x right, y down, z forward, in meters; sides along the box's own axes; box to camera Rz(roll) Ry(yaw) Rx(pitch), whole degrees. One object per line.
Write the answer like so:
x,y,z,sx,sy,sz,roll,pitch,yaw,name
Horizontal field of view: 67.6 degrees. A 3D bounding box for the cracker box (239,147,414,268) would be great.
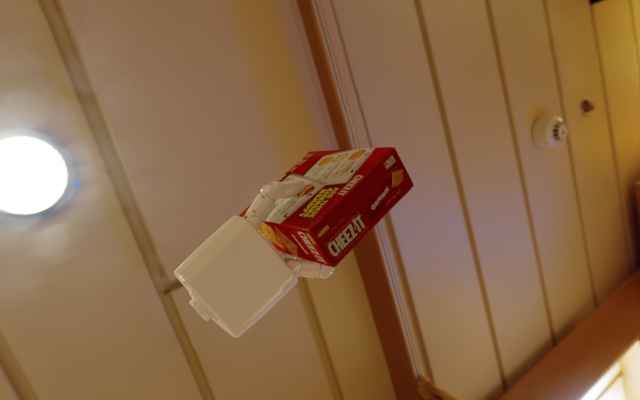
0.000,0.002,0.674,0.164,0.072,0.213,-44,24,-22,cracker box
